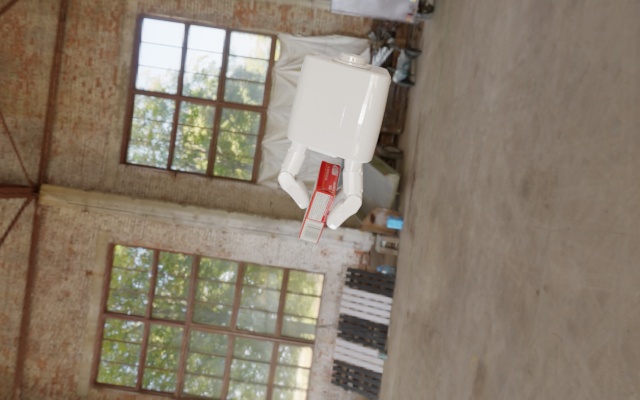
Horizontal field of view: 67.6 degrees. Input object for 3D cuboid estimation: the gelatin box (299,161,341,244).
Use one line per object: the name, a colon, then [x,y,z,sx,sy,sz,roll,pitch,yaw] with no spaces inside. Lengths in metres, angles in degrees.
gelatin box: [0.000,0.002,0.650,0.030,0.089,0.073,17,35,-3]
